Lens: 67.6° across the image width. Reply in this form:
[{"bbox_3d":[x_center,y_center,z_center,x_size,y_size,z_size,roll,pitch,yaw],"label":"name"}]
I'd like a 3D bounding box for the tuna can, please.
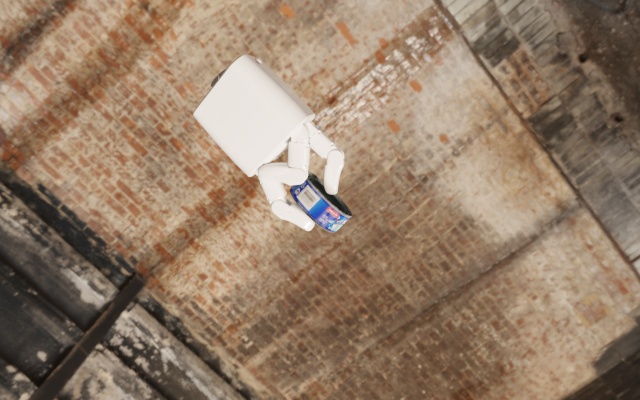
[{"bbox_3d":[0.000,0.003,0.633,0.086,0.034,0.086,42,11,-10],"label":"tuna can"}]
